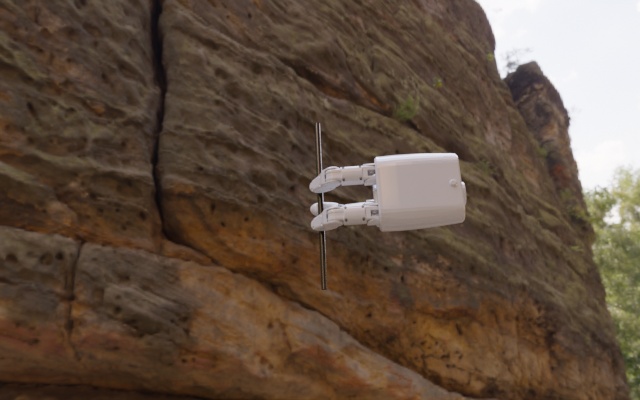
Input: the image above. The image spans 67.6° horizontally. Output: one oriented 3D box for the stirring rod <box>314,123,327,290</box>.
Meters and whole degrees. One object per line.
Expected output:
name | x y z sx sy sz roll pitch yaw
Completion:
stirring rod | 0.000 0.002 0.662 0.011 0.239 0.011 -2 -18 -1
